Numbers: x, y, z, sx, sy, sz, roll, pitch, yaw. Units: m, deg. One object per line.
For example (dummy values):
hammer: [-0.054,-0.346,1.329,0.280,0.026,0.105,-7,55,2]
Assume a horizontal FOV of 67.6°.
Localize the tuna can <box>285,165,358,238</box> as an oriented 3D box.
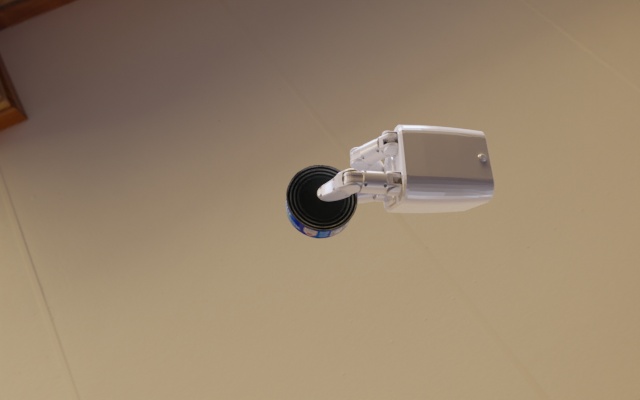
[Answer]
tuna can: [0.000,0.002,0.582,0.086,0.086,0.034,0,-23,-8]
